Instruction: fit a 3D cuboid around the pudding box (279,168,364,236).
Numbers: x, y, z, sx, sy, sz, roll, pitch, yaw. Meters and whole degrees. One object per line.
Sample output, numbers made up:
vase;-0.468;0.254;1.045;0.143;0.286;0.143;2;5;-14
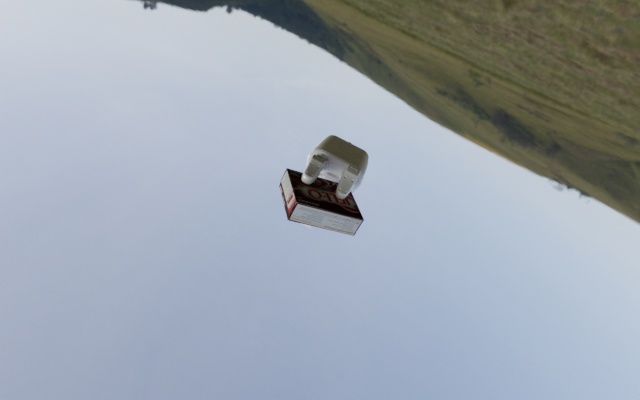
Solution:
pudding box;0.000;0.002;0.714;0.113;0.039;0.090;13;30;-23
